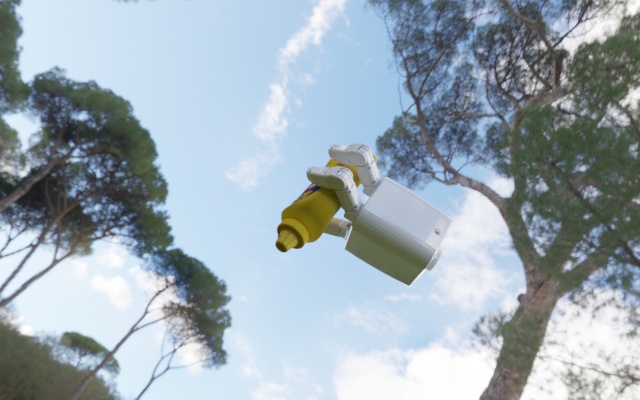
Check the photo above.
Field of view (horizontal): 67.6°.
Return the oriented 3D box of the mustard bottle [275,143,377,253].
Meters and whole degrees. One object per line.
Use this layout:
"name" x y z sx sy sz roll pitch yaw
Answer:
"mustard bottle" 0.000 0.002 0.637 0.096 0.058 0.191 -33 12 49
